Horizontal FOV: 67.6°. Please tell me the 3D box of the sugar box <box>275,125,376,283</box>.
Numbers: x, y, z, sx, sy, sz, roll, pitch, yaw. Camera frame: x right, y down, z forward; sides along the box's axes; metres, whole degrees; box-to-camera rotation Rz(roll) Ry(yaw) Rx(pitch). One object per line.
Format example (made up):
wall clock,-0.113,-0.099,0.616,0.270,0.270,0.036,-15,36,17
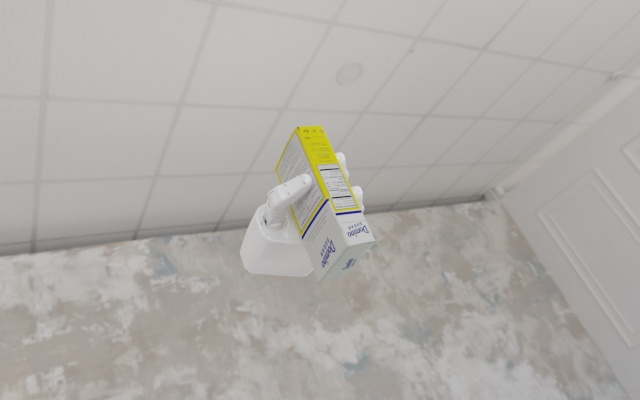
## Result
sugar box,0.000,0.002,0.595,0.048,0.176,0.093,-9,-29,-30
